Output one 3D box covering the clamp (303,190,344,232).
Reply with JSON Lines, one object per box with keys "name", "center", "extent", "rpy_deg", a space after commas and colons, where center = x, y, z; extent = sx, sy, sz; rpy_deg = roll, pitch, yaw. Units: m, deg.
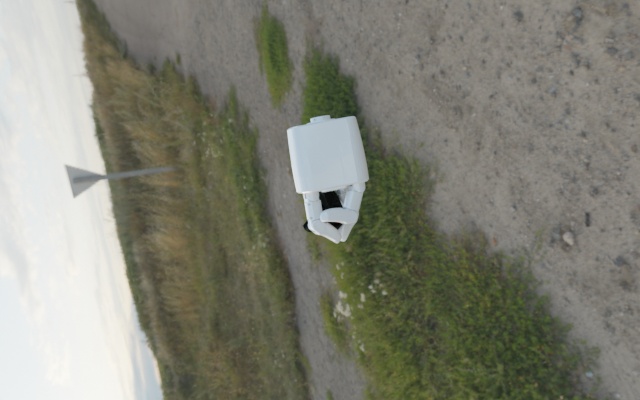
{"name": "clamp", "center": [0.000, 0.003, 0.850], "extent": [0.039, 0.120, 0.171], "rpy_deg": [-13, 6, -22]}
